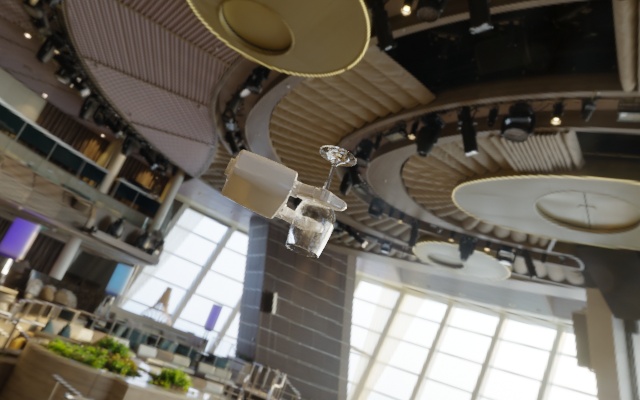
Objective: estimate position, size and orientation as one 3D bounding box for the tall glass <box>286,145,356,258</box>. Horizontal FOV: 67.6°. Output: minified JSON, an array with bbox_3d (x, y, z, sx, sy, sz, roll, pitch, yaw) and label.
[{"bbox_3d":[0.001,0.002,0.880,0.079,0.201,0.079,18,-19,6],"label":"tall glass"}]
